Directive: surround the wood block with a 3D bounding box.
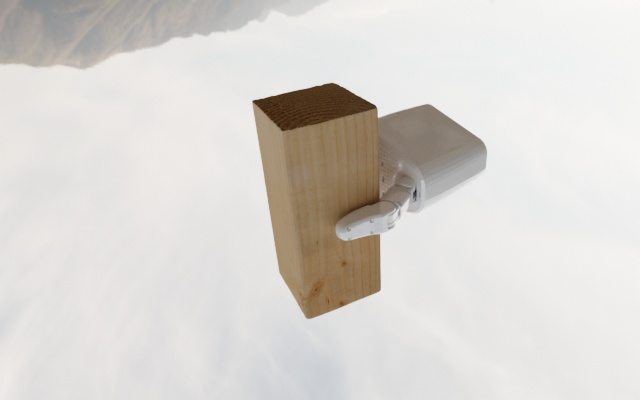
[{"bbox_3d":[0.001,0.002,0.476,0.090,0.206,0.090,-17,33,-18],"label":"wood block"}]
